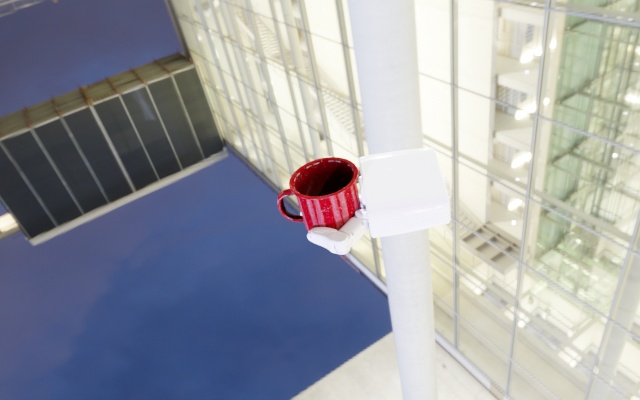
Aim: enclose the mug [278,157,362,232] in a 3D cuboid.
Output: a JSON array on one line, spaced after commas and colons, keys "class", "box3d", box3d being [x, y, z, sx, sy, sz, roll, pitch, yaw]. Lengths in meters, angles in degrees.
[{"class": "mug", "box3d": [-0.001, 0.003, 0.649, 0.117, 0.082, 0.093, -10, 37, 6]}]
